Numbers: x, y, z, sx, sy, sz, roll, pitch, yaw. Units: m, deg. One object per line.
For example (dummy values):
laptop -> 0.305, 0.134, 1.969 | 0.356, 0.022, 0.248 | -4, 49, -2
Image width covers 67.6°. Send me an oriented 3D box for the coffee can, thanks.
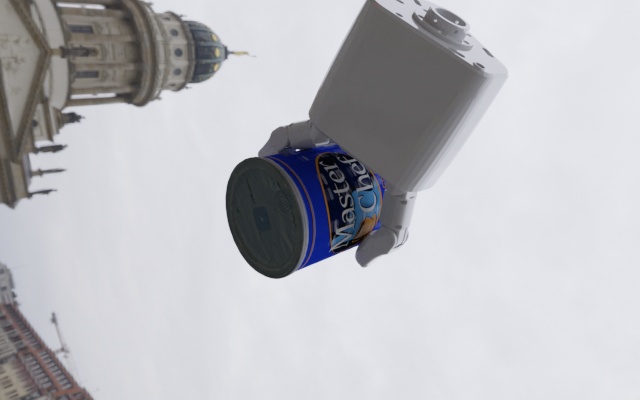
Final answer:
coffee can -> 0.000, 0.002, 0.438 | 0.140, 0.103, 0.103 | -16, 11, -43
